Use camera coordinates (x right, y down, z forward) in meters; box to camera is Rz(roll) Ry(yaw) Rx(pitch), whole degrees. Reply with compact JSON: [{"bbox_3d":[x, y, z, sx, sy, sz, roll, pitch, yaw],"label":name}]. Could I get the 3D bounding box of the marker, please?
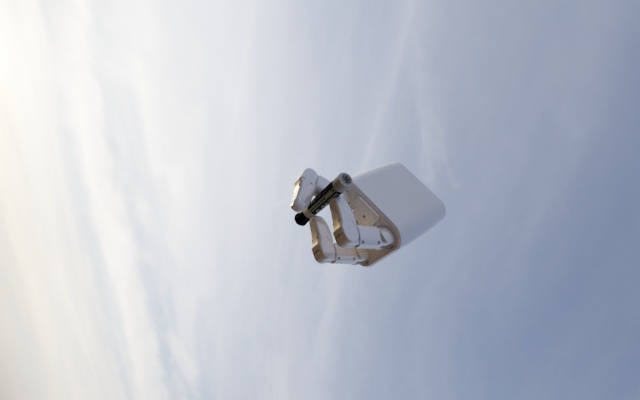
[{"bbox_3d":[0.000,0.002,0.584,0.020,0.020,0.121,0,-25,-32],"label":"marker"}]
